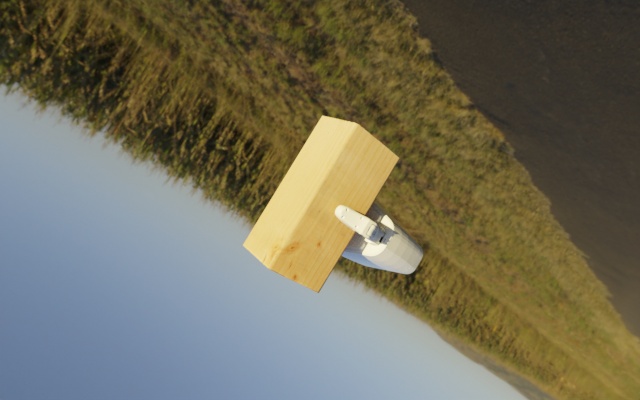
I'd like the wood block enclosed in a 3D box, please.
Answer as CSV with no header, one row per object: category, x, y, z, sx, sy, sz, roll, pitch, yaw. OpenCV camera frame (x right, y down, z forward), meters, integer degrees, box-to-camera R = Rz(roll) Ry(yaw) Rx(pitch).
wood block,0.000,0.002,0.632,0.090,0.206,0.090,33,-3,-34
